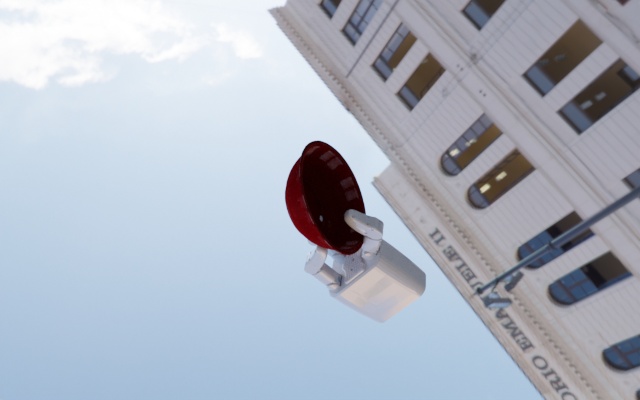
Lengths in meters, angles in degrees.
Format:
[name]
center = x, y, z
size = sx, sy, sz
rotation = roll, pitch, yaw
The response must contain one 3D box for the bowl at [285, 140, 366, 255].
[bowl]
center = -0.001, 0.001, 0.656
size = 0.055, 0.162, 0.162
rotation = -19, -10, 30
